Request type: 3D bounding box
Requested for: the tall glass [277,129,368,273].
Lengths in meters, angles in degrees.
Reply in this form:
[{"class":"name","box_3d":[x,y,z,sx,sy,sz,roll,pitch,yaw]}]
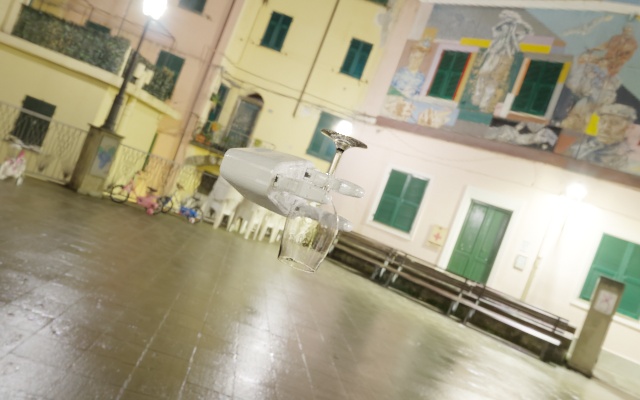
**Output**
[{"class":"tall glass","box_3d":[0.000,0.002,0.700,0.079,0.201,0.079,20,0,0]}]
